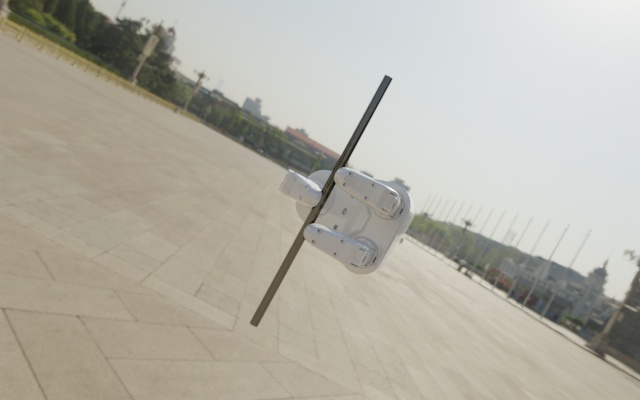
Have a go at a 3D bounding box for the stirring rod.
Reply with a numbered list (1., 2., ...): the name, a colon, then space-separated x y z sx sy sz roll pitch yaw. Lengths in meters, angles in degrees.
1. stirring rod: 0.000 0.001 0.408 0.011 0.239 0.011 29 2 -1
